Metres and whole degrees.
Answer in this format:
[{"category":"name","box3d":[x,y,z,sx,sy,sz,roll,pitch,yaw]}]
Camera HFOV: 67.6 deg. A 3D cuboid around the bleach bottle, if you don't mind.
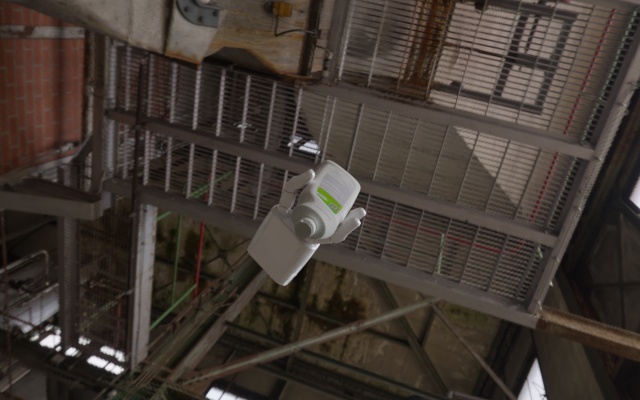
[{"category":"bleach bottle","box3d":[0.000,0.003,0.855,0.102,0.068,0.250,37,24,2]}]
